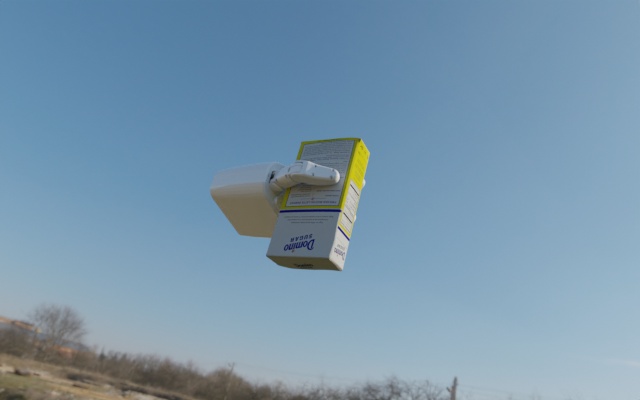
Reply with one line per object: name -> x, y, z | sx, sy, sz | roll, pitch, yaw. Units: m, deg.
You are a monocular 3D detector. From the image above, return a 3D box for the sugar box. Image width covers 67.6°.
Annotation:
sugar box -> 0.000, 0.002, 0.618 | 0.093, 0.176, 0.048 | -1, -29, 30
